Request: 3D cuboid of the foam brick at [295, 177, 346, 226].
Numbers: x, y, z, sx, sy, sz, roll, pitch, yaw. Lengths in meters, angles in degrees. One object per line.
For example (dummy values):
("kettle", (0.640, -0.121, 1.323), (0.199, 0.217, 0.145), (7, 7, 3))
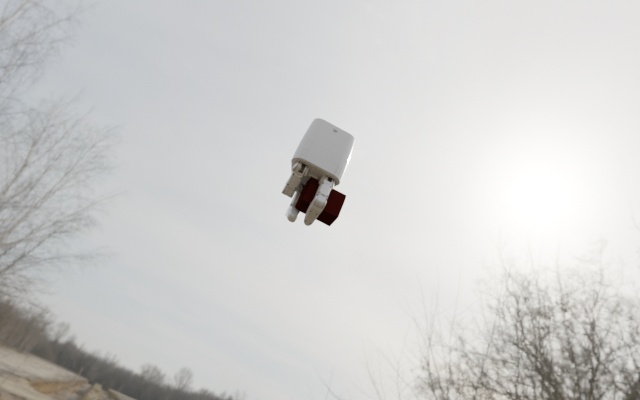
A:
("foam brick", (0.000, 0.003, 0.895), (0.078, 0.051, 0.053), (27, -28, -8))
